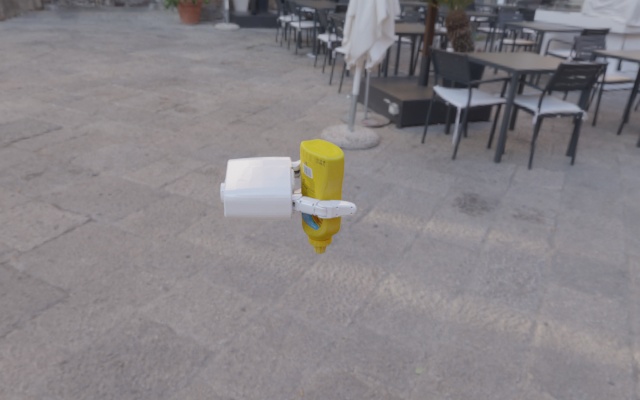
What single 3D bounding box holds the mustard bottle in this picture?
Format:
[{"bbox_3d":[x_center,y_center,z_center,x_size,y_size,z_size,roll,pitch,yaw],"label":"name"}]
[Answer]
[{"bbox_3d":[0.000,0.002,0.789,0.058,0.192,0.096,-12,29,-26],"label":"mustard bottle"}]
